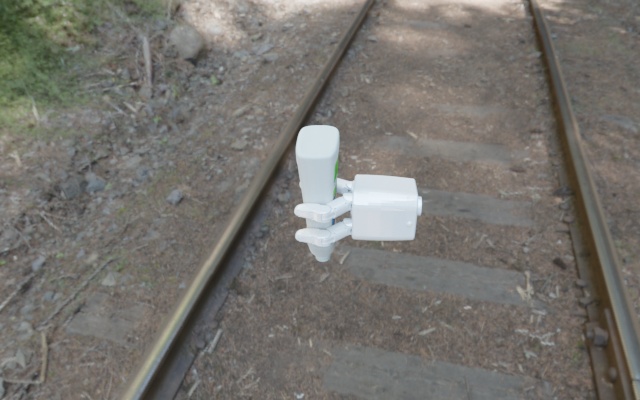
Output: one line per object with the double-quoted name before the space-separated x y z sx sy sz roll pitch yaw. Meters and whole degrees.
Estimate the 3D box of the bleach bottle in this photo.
"bleach bottle" 0.000 0.003 0.832 0.068 0.251 0.102 1 39 6
